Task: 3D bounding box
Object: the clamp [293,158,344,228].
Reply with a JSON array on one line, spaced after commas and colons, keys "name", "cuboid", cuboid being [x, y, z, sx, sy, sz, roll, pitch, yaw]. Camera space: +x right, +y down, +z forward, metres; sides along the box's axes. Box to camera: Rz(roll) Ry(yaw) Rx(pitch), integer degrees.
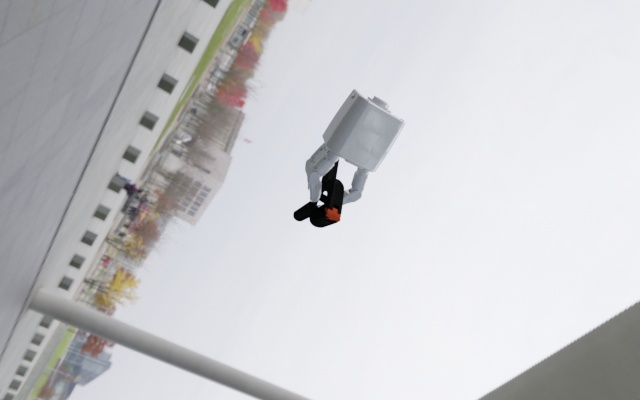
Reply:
[{"name": "clamp", "cuboid": [0.001, 0.003, 0.891, 0.036, 0.164, 0.210, 26, 18, -16]}]
